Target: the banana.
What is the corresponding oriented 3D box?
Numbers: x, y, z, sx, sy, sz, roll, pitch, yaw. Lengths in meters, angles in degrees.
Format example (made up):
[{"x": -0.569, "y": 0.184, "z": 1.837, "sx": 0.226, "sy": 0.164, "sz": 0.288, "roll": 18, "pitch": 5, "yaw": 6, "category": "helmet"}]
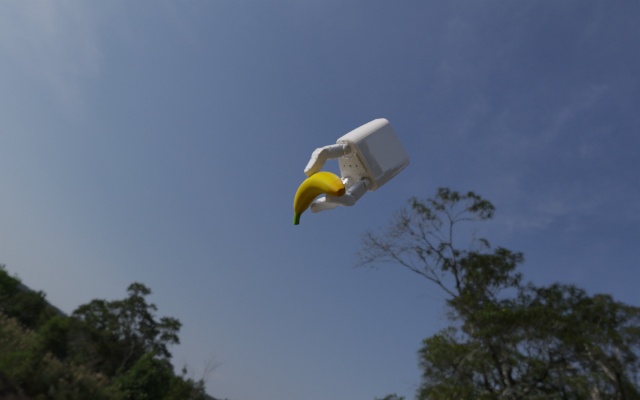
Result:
[{"x": -0.005, "y": -0.014, "z": 0.839, "sx": 0.037, "sy": 0.069, "sz": 0.198, "roll": -6, "pitch": -15, "yaw": -25, "category": "banana"}]
